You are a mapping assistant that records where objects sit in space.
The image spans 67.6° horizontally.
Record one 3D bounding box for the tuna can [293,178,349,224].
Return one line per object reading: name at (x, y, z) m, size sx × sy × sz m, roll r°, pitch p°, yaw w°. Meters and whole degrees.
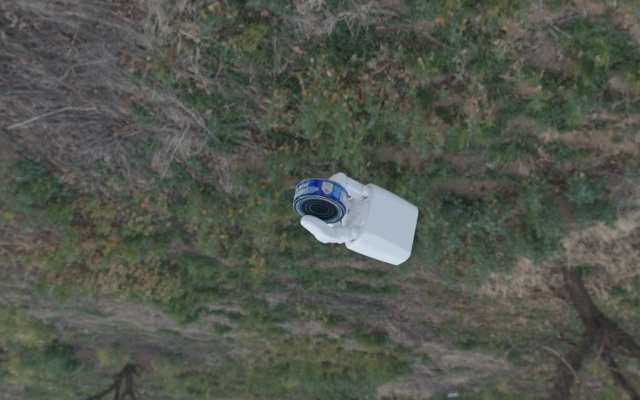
tuna can at (0.000, 0.003, 0.755) m, size 0.086 × 0.033 × 0.086 m, roll 8°, pitch -33°, yaw 5°
